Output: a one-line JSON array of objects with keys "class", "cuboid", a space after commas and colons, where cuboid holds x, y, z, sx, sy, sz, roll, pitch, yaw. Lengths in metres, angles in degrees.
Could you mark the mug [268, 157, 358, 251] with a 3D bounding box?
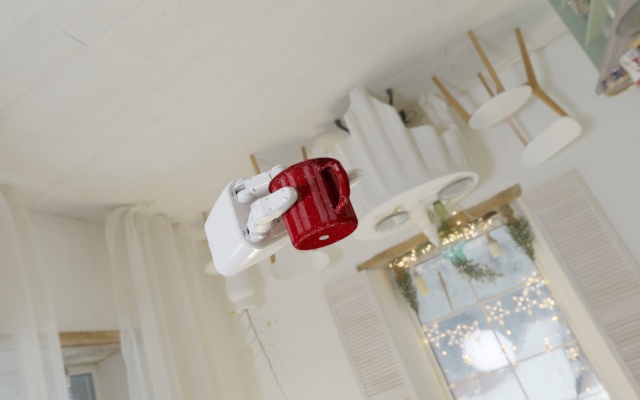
[{"class": "mug", "cuboid": [0.001, 0.001, 0.552, 0.093, 0.081, 0.117, -6, -25, -35]}]
